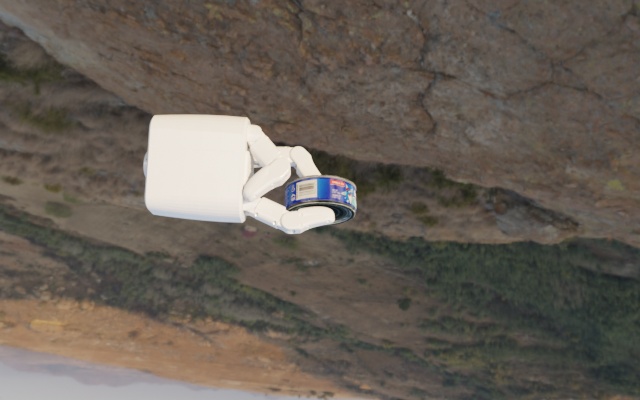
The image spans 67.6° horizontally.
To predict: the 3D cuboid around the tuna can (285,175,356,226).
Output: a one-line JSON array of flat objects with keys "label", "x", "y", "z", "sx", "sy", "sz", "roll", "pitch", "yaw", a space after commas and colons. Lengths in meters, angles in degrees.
[{"label": "tuna can", "x": 0.000, "y": 0.002, "z": 0.567, "sx": 0.086, "sy": 0.033, "sz": 0.086, "roll": 0, "pitch": -21, "yaw": 0}]
